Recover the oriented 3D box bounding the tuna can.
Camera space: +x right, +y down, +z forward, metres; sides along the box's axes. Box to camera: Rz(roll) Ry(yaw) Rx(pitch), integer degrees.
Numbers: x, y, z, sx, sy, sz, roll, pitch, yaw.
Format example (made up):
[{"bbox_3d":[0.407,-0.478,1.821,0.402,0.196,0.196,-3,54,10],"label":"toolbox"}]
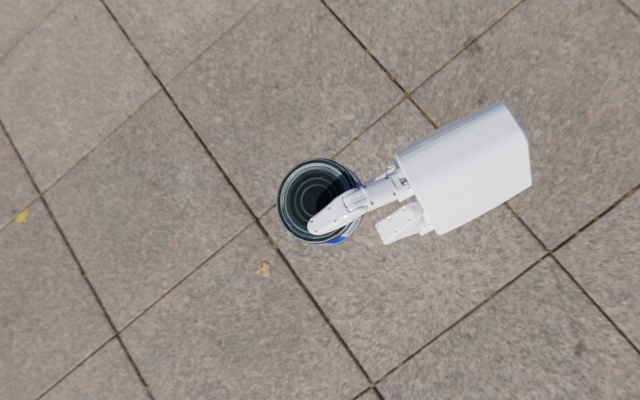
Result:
[{"bbox_3d":[0.000,0.002,0.475,0.086,0.086,0.034,0,-6,19],"label":"tuna can"}]
